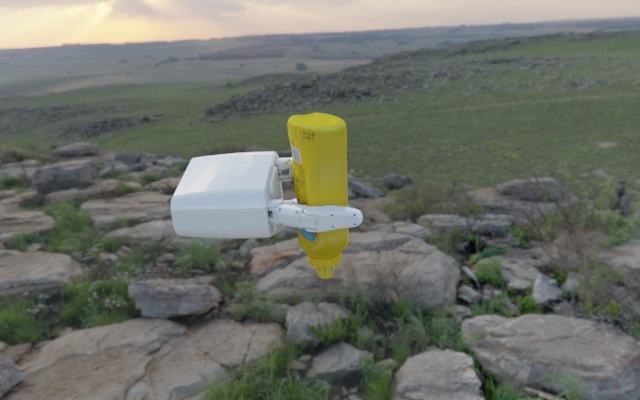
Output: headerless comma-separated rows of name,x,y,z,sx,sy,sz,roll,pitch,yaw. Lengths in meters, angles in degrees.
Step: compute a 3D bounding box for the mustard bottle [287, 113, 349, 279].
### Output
mustard bottle,0.000,0.002,0.545,0.058,0.192,0.096,-10,21,-18
